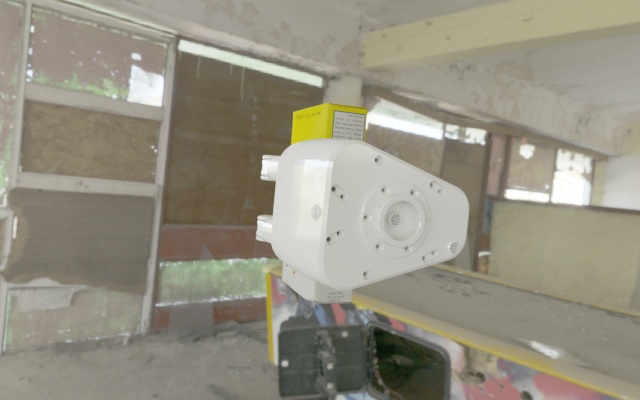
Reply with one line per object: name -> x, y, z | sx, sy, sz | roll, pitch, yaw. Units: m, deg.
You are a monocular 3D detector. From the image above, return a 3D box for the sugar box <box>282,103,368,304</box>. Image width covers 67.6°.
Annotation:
sugar box -> 0.000, 0.001, 0.457 | 0.048, 0.176, 0.093 | 5, 2, -23
